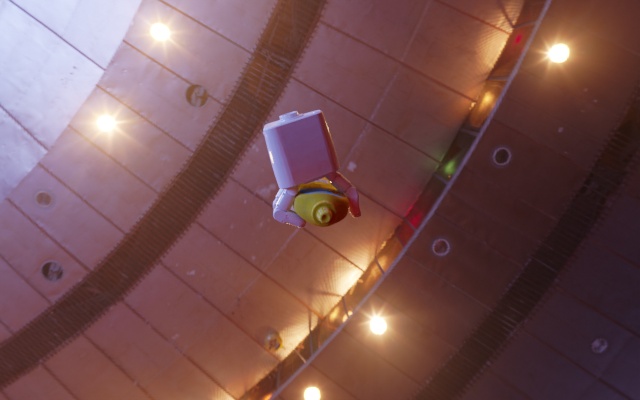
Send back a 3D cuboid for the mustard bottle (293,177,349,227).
[{"bbox_3d":[0.000,0.003,0.839,0.096,0.058,0.191,7,14,-7],"label":"mustard bottle"}]
